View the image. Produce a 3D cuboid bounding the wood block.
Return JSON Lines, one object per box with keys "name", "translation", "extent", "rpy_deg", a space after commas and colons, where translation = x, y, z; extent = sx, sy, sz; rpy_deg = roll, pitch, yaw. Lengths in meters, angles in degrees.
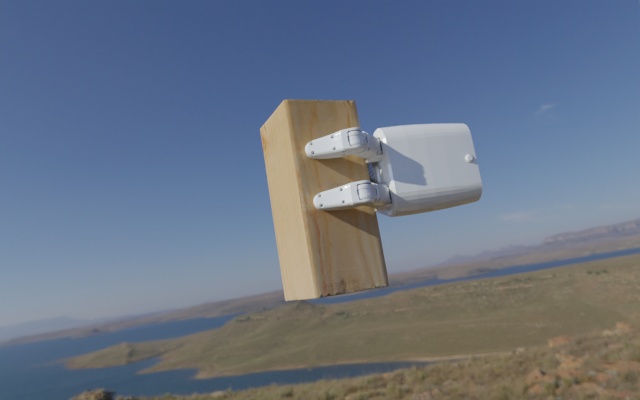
{"name": "wood block", "translation": [0.000, 0.002, 0.536], "extent": [0.090, 0.206, 0.091], "rpy_deg": [-5, -11, -25]}
